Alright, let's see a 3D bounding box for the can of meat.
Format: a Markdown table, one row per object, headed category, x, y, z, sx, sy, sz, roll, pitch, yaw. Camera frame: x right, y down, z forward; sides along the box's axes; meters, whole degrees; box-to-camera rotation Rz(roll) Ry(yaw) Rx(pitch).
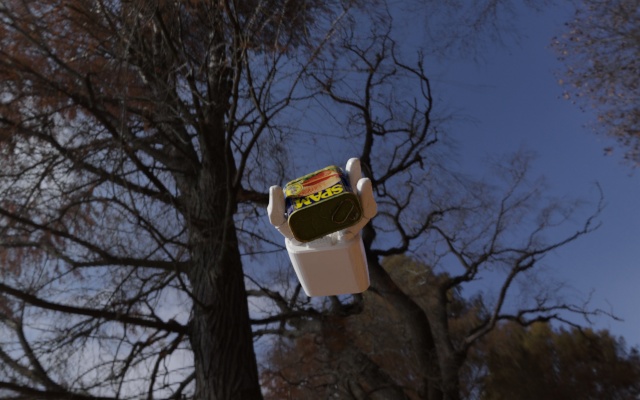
| category | x | y | z | sx | sy | sz | roll | pitch | yaw |
| --- | --- | --- | --- | --- | --- | --- | --- | --- | --- |
| can of meat | 0.000 | 0.002 | 0.680 | 0.102 | 0.057 | 0.084 | -21 | 35 | 0 |
